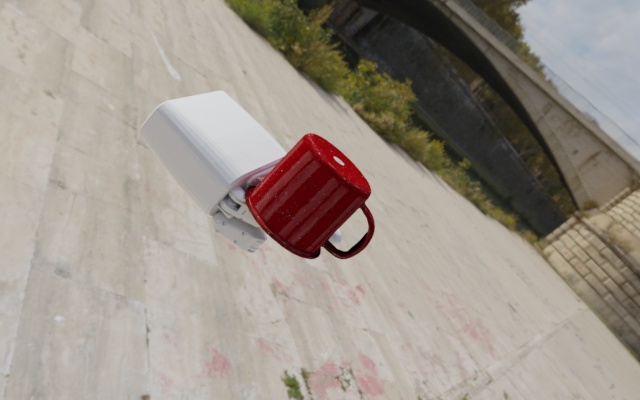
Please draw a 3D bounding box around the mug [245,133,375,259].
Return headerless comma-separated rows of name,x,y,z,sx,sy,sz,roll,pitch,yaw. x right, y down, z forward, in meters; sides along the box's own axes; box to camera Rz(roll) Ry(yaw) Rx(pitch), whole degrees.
mug,0.001,0.002,0.438,0.081,0.117,0.093,-46,-6,17
